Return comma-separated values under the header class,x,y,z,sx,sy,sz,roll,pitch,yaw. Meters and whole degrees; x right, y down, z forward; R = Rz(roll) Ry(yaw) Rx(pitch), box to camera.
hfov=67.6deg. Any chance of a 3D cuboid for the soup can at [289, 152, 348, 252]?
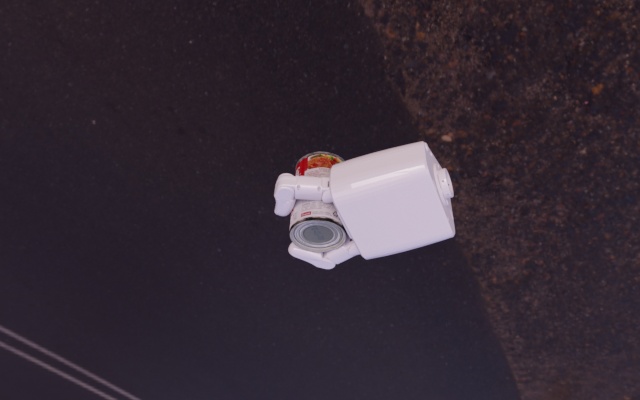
class,x,y,z,sx,sy,sz,roll,pitch,yaw
soup can,0.000,0.002,0.570,0.068,0.102,0.069,2,-38,2
